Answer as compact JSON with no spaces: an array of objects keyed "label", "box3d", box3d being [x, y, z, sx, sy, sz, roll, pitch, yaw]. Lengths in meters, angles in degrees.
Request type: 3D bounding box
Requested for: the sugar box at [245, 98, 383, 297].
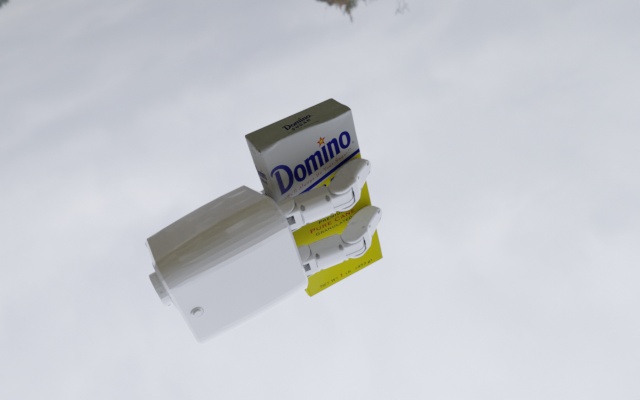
[{"label":"sugar box","box3d":[0.000,0.002,0.463,0.093,0.176,0.048,-27,37,-15]}]
